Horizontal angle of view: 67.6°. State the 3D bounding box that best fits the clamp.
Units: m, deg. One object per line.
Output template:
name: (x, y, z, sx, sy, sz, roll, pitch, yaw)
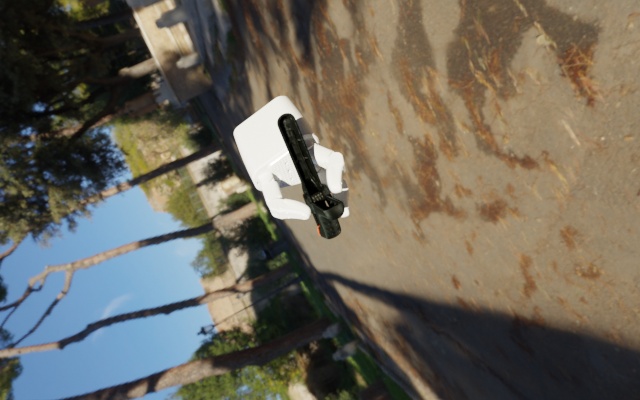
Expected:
clamp: (-0.001, 0.003, 0.651, 0.036, 0.164, 0.210, -24, -36, -5)
